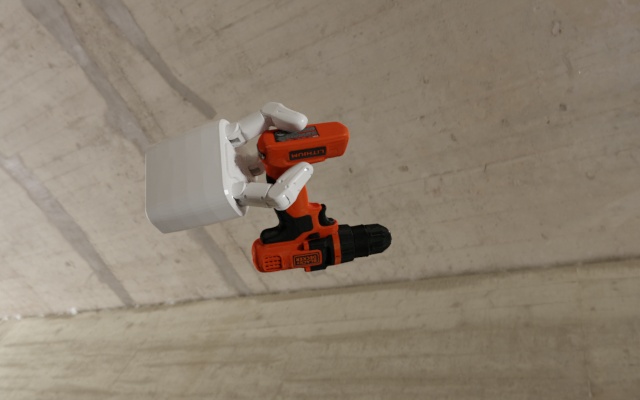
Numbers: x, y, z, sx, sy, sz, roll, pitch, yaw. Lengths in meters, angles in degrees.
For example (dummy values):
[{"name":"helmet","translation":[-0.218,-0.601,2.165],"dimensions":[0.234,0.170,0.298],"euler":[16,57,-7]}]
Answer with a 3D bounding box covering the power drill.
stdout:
[{"name":"power drill","translation":[0.000,0.002,0.587],"dimensions":[0.184,0.188,0.057],"euler":[-9,29,-9]}]
